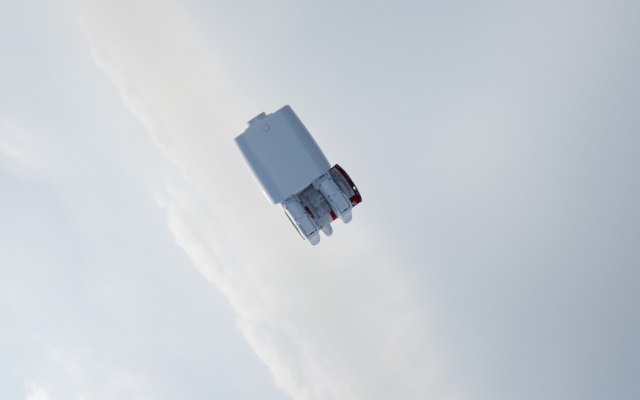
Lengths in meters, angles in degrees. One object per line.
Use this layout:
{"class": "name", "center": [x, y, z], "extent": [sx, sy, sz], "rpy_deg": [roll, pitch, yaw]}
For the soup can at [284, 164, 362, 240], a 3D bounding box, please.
{"class": "soup can", "center": [0.000, 0.003, 0.693], "extent": [0.102, 0.068, 0.068], "rpy_deg": [-34, 4, -7]}
